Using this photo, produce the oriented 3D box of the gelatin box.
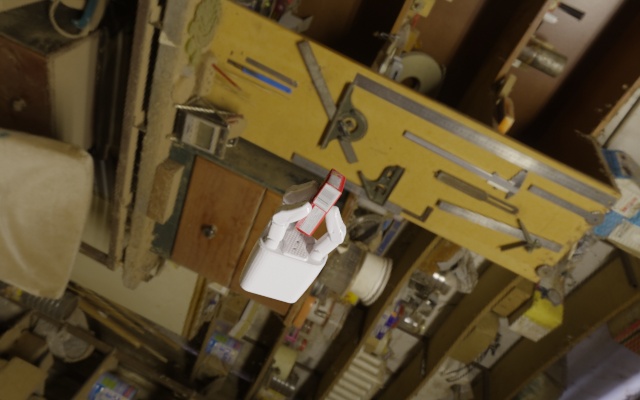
[{"bbox_3d":[0.001,0.002,0.720,0.030,0.089,0.073,34,22,-4],"label":"gelatin box"}]
